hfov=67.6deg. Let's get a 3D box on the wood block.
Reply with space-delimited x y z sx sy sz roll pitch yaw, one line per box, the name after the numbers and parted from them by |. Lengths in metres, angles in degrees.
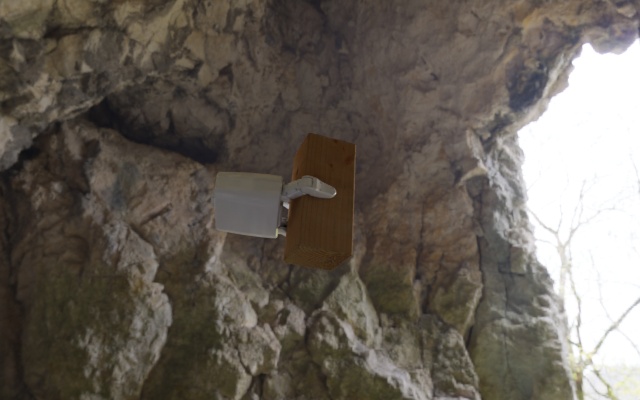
0.000 0.002 0.809 0.090 0.206 0.091 12 -28 -16 | wood block
